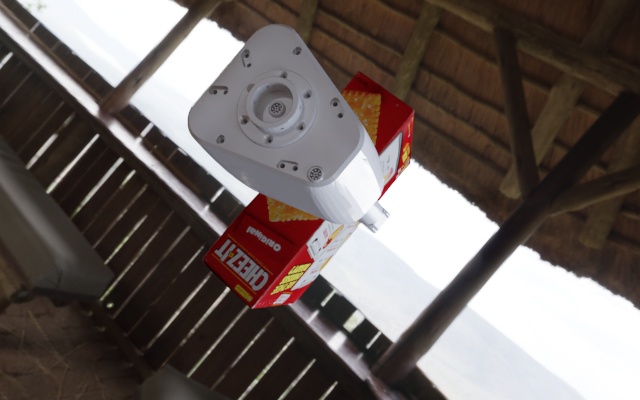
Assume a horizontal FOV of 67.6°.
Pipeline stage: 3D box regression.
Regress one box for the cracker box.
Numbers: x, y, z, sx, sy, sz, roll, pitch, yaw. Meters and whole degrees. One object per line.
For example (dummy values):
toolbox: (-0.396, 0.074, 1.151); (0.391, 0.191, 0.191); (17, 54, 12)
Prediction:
cracker box: (0.000, 0.002, 0.475); (0.072, 0.213, 0.164); (40, -2, 14)
